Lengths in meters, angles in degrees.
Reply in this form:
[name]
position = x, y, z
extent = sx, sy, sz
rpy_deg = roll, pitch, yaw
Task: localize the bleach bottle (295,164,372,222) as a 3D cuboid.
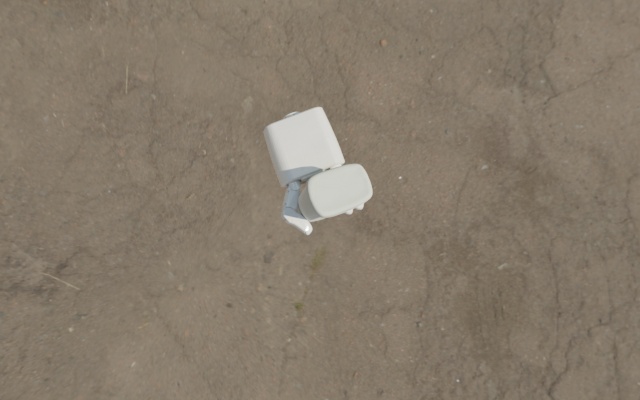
[bleach bottle]
position = 0.000, 0.003, 0.818
extent = 0.102, 0.068, 0.251
rpy_deg = -20, -4, -17
